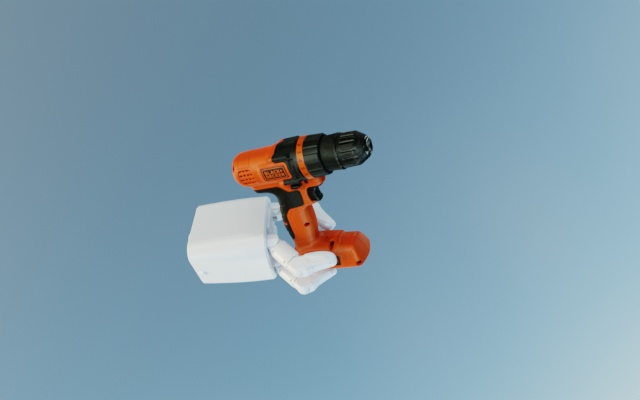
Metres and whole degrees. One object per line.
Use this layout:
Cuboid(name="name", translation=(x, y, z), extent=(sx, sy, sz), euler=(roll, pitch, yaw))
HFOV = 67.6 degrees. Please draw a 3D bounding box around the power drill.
Cuboid(name="power drill", translation=(0.000, 0.002, 0.608), extent=(0.184, 0.188, 0.057), euler=(-7, 33, 28))
